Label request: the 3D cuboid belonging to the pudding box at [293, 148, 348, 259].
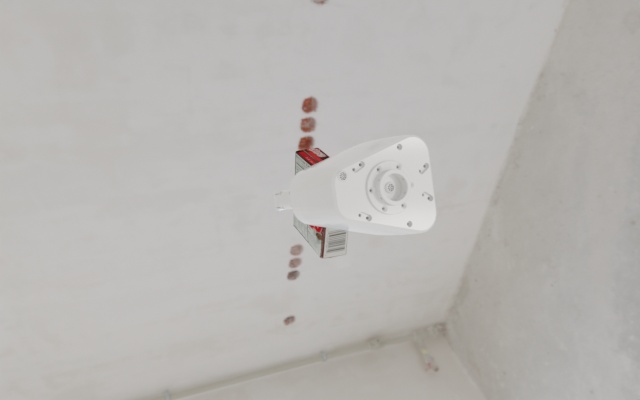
[{"bbox_3d":[0.000,0.002,0.593,0.039,0.113,0.090,-8,30,-25],"label":"pudding box"}]
